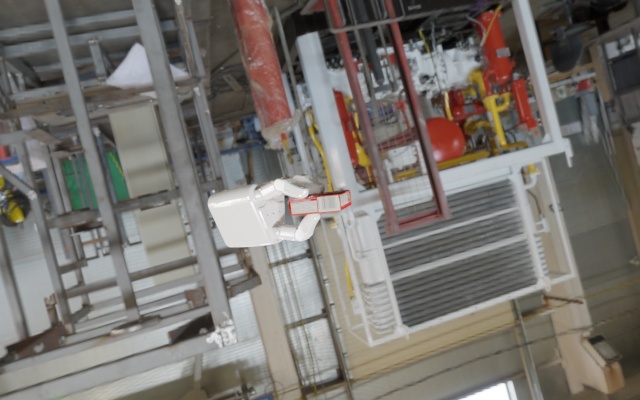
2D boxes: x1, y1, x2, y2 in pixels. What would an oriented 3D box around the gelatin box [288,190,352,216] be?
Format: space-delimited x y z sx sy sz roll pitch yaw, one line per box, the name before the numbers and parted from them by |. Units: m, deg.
gelatin box | 0.001 0.003 0.795 0.089 0.030 0.073 -6 5 19
